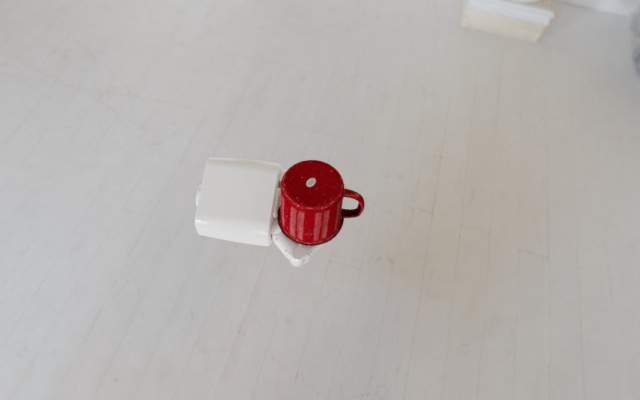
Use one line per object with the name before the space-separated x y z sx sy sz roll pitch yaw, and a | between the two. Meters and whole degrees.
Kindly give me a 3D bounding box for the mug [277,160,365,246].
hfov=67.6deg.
mug | 0.002 0.002 0.632 0.117 0.093 0.082 7 -33 1
